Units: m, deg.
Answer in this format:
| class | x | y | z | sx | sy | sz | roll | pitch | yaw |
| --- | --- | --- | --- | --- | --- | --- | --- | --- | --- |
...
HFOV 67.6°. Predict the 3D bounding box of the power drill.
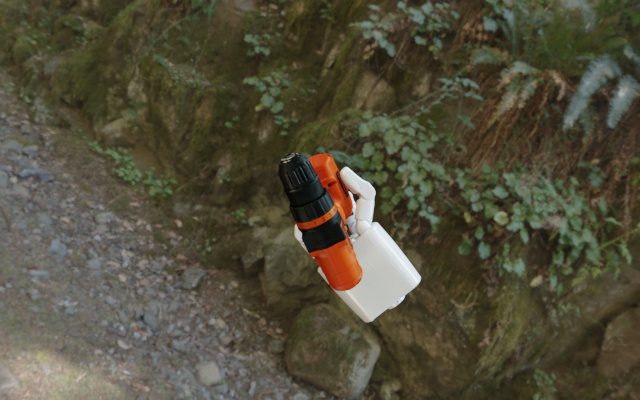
| class | x | y | z | sx | sy | sz | roll | pitch | yaw |
| --- | --- | --- | --- | --- | --- | --- | --- | --- | --- |
| power drill | 0.000 | 0.002 | 0.629 | 0.057 | 0.184 | 0.187 | -19 | 21 | 10 |
